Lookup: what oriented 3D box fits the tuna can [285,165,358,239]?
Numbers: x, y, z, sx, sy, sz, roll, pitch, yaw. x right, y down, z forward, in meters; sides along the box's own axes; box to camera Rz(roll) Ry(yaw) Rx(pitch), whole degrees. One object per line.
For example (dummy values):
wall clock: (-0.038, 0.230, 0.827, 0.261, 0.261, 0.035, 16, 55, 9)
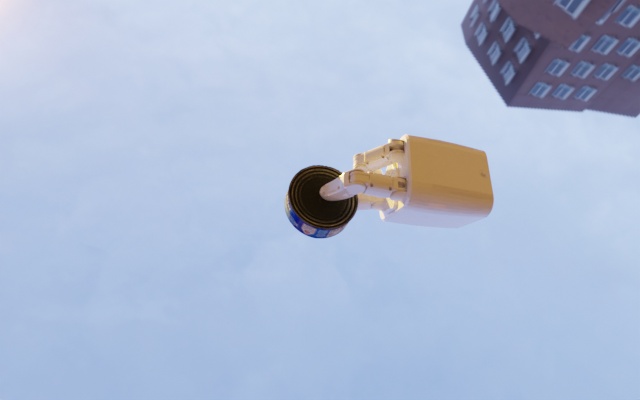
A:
tuna can: (0.000, 0.002, 0.578, 0.086, 0.086, 0.034, 0, -27, -16)
